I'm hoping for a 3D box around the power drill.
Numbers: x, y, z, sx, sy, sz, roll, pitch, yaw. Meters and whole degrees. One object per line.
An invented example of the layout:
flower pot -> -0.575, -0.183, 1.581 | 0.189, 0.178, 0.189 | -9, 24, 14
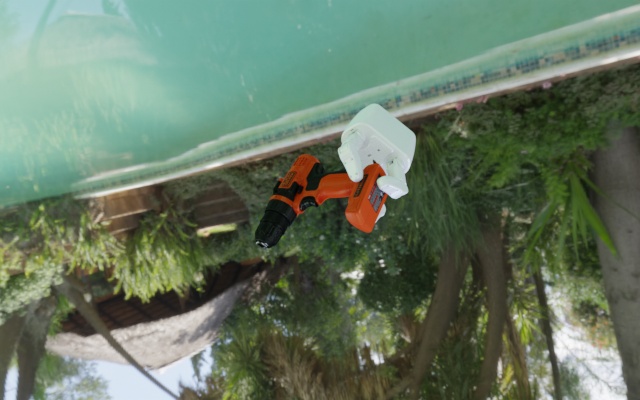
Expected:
power drill -> 0.001, 0.002, 0.741 | 0.187, 0.184, 0.057 | 4, -36, 35
